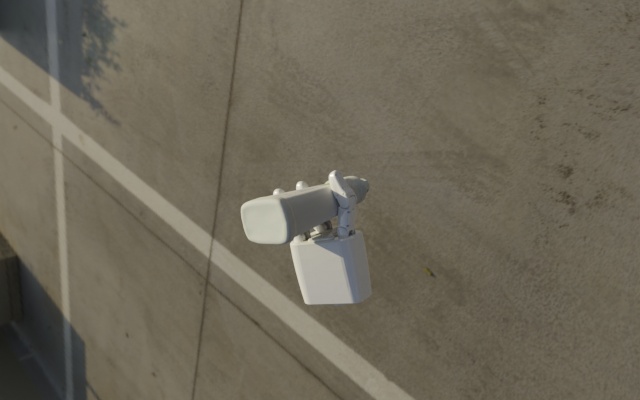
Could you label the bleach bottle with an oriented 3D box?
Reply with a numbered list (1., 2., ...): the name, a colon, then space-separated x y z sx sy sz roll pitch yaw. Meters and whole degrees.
1. bleach bottle: 0.000 0.002 0.758 0.102 0.068 0.251 -4 10 43
